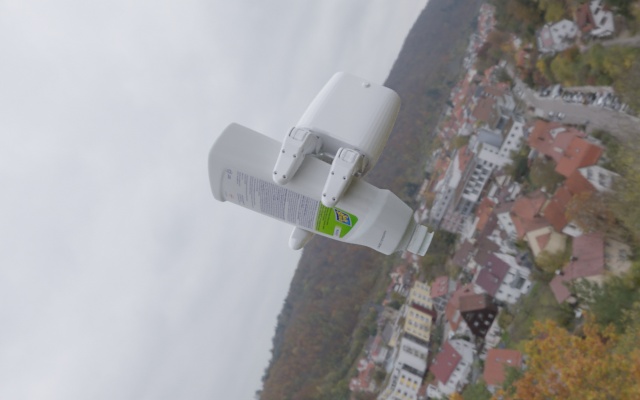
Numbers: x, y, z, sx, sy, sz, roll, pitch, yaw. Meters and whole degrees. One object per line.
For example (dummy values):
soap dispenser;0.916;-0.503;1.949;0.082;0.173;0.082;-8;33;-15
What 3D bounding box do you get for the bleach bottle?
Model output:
bleach bottle;0.000;0.002;0.531;0.251;0.068;0.103;23;-32;9
